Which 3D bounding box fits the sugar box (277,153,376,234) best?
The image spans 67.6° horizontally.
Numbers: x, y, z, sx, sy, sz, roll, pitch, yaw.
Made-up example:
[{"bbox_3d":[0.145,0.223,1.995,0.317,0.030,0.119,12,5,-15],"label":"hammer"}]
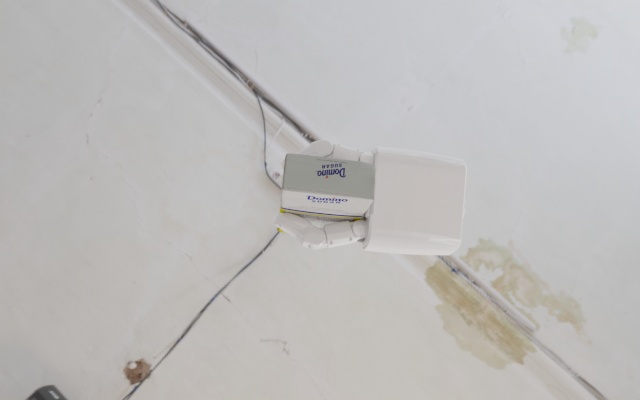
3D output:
[{"bbox_3d":[0.000,0.001,0.546,0.093,0.048,0.176,6,-20,-5],"label":"sugar box"}]
